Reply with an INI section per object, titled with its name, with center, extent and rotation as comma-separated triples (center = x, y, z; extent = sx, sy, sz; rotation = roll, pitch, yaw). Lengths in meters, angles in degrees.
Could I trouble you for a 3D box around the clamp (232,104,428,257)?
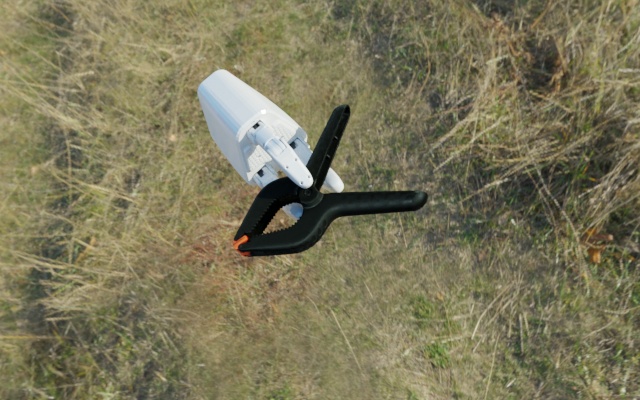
[clamp]
center = -0.001, 0.002, 0.528
extent = 0.164, 0.210, 0.036
rotation = 46, -6, 30
